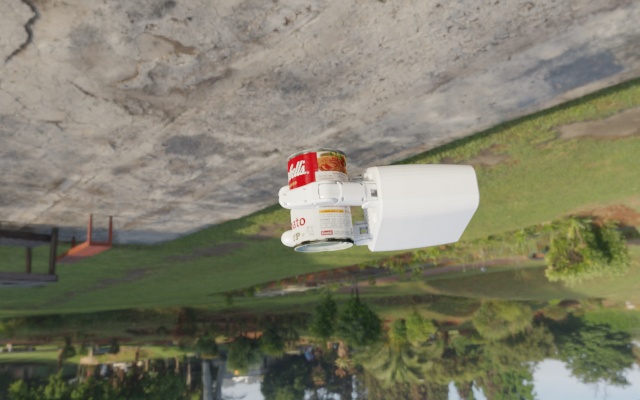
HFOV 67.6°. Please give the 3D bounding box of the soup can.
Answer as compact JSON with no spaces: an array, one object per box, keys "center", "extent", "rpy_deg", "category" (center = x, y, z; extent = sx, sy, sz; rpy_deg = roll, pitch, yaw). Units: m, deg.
[{"center":[0.000,0.002,0.528],"extent":[0.068,0.102,0.068],"rpy_deg":[-5,-14,-1],"category":"soup can"}]
